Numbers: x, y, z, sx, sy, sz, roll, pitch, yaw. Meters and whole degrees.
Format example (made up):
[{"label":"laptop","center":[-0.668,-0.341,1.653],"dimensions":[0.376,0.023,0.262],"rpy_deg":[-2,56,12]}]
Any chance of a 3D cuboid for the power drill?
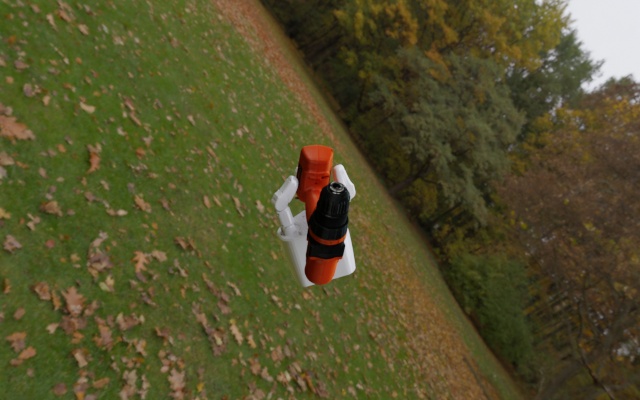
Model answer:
[{"label":"power drill","center":[0.000,0.002,0.706],"dimensions":[0.057,0.185,0.187],"rpy_deg":[3,43,-10]}]
